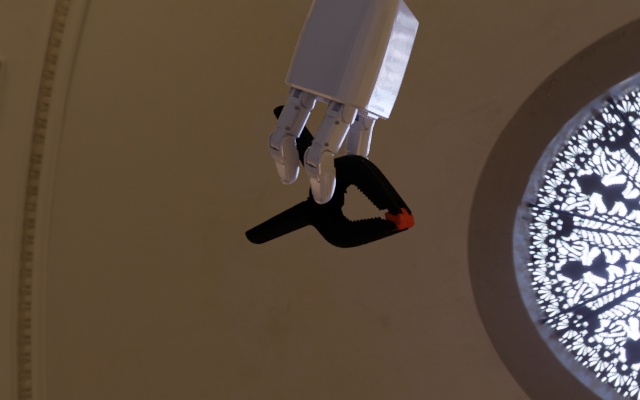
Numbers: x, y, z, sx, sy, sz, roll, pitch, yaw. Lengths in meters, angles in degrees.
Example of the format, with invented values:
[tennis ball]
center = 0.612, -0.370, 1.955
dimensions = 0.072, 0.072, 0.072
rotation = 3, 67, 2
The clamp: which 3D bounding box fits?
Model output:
[clamp]
center = 0.001, 0.002, 0.507
dimensions = 0.210, 0.164, 0.036
rotation = 28, 15, 38
